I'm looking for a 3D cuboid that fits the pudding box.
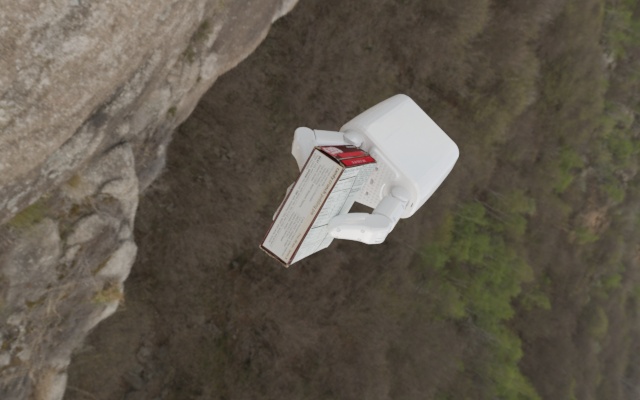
[{"bbox_3d":[0.000,0.002,0.456,0.039,0.113,0.090,35,19,18],"label":"pudding box"}]
